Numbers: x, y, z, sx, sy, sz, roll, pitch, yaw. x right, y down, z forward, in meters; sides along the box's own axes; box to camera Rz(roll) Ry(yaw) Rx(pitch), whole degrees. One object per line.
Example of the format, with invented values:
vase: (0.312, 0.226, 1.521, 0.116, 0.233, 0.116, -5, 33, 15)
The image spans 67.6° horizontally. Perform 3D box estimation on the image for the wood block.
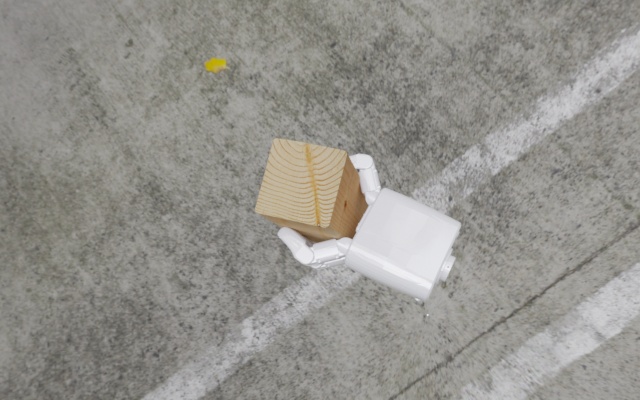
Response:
wood block: (0.001, 0.002, 0.621, 0.090, 0.091, 0.206, 12, -10, 15)
